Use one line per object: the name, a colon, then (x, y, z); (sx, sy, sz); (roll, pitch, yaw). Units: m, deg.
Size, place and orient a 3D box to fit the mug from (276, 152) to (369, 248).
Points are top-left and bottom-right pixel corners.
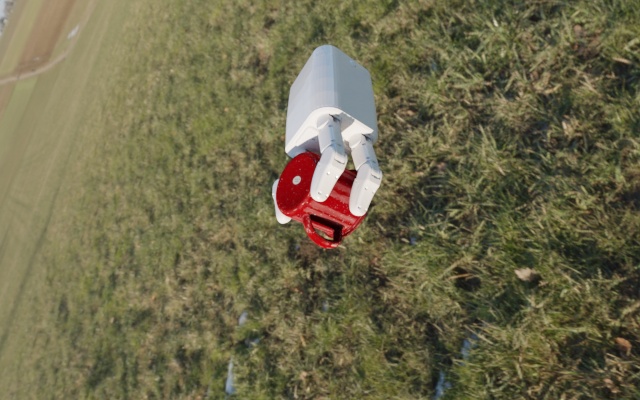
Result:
mug: (0.000, 0.003, 0.574); (0.081, 0.117, 0.093); (23, -38, -36)
